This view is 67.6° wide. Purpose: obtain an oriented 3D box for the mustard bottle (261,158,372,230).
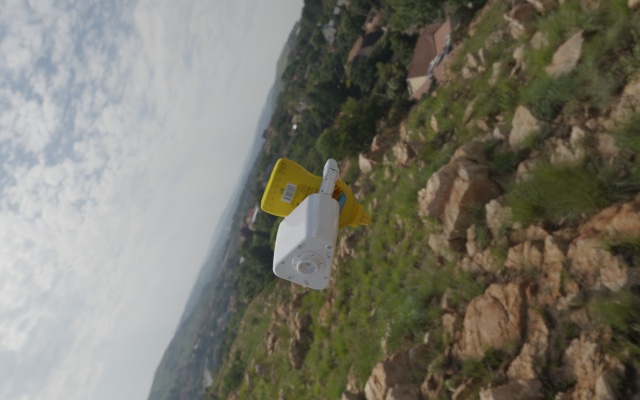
[{"bbox_3d":[0.000,0.002,0.834,0.191,0.096,0.058,21,10,-10],"label":"mustard bottle"}]
